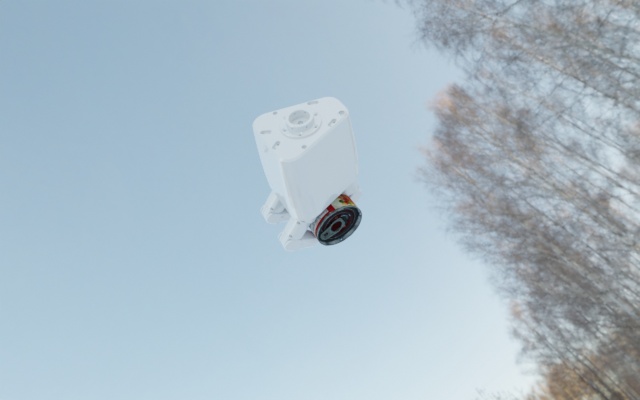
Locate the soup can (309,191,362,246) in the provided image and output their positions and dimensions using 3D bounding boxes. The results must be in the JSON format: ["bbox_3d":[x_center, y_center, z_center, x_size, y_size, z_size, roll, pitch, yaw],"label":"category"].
[{"bbox_3d":[0.000,0.002,0.646,0.068,0.068,0.102,0,39,-40],"label":"soup can"}]
